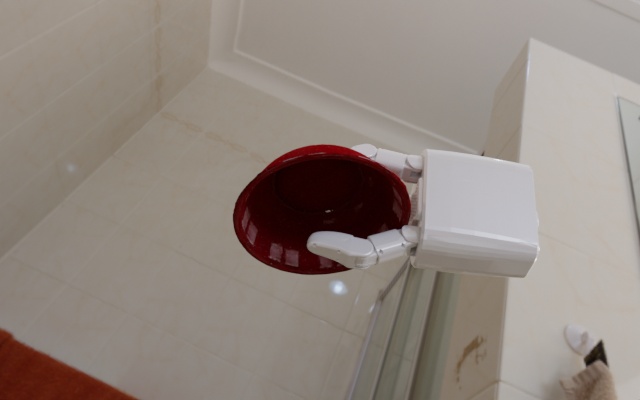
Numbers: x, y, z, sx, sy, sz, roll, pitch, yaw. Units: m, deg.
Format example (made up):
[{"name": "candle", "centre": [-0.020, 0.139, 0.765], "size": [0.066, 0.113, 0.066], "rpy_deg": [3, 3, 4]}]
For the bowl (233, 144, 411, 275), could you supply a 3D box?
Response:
[{"name": "bowl", "centre": [-0.001, 0.001, 0.450], "size": [0.162, 0.055, 0.162], "rpy_deg": [-4, -44, -4]}]
